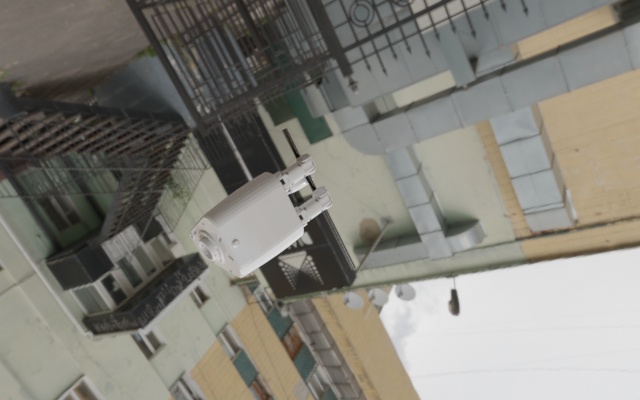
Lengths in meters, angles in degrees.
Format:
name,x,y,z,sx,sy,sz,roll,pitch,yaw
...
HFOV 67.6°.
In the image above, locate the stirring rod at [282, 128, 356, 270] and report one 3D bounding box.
name,x,y,z,sx,sy,sz,roll,pitch,yaw
stirring rod,0.000,0.002,0.713,0.011,0.239,0.011,-24,16,7
